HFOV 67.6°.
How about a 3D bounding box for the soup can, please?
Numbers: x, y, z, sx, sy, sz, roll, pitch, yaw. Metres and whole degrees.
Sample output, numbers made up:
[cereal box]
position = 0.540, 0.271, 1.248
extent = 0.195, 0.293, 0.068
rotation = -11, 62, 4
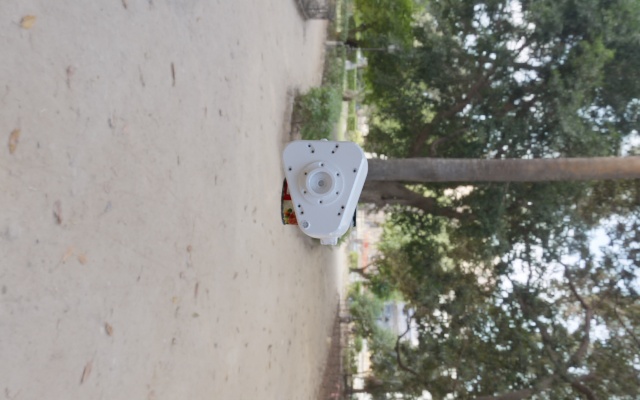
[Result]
[soup can]
position = 0.000, 0.002, 0.668
extent = 0.102, 0.068, 0.068
rotation = 2, 0, 5
